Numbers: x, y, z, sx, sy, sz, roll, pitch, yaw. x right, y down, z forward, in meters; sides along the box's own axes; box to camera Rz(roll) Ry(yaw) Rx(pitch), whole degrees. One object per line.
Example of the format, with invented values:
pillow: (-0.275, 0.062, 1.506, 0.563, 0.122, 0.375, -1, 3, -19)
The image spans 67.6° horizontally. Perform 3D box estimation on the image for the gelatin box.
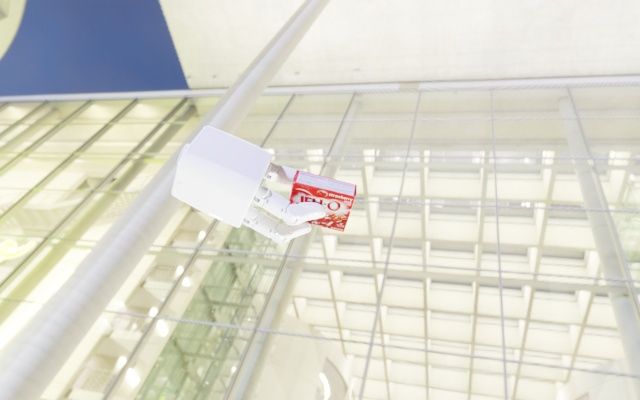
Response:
gelatin box: (0.001, 0.002, 0.675, 0.089, 0.073, 0.030, 14, 43, -1)
